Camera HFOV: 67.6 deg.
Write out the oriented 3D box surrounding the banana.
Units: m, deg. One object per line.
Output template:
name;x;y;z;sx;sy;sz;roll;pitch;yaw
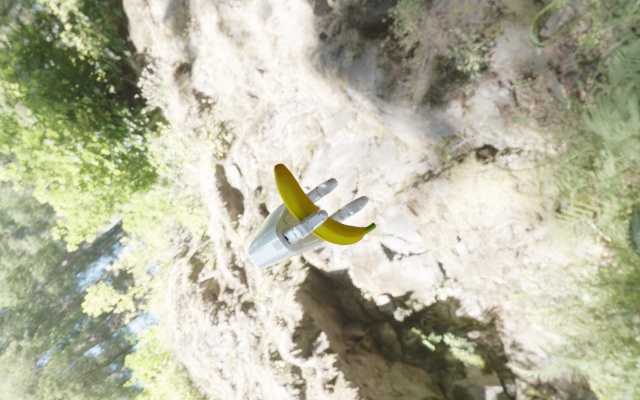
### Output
banana;-0.004;0.019;0.763;0.198;0.069;0.037;33;-29;-16
